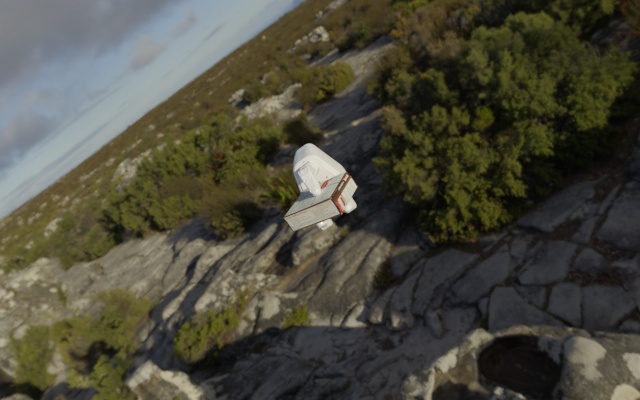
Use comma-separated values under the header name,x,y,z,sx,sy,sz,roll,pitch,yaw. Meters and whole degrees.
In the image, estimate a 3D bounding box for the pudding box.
name,x,y,z,sx,sy,sz,roll,pitch,yaw
pudding box,0.000,0.003,0.837,0.113,0.039,0.090,-24,22,36
